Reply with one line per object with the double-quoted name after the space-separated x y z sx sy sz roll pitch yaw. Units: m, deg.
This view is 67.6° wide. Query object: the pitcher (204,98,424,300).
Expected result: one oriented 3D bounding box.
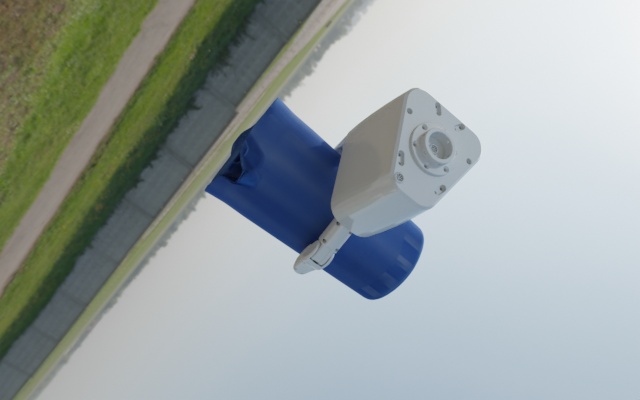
0.000 0.002 0.566 0.243 0.149 0.145 39 -28 -11 "pitcher"
